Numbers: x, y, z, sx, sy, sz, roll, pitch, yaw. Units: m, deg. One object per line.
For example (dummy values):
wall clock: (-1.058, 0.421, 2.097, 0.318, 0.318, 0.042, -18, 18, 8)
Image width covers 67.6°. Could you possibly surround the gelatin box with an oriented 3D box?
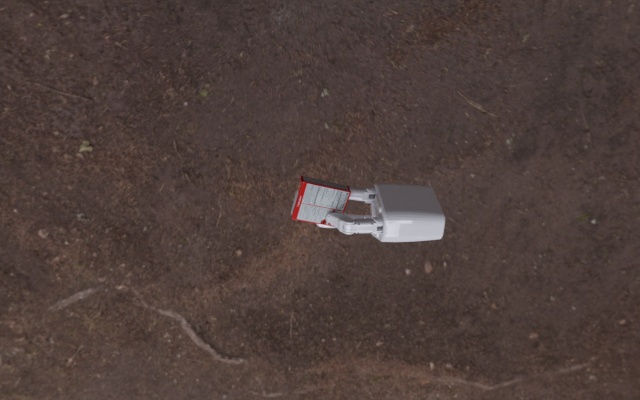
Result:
gelatin box: (0.000, 0.003, 0.825, 0.089, 0.073, 0.030, 11, 24, -15)
